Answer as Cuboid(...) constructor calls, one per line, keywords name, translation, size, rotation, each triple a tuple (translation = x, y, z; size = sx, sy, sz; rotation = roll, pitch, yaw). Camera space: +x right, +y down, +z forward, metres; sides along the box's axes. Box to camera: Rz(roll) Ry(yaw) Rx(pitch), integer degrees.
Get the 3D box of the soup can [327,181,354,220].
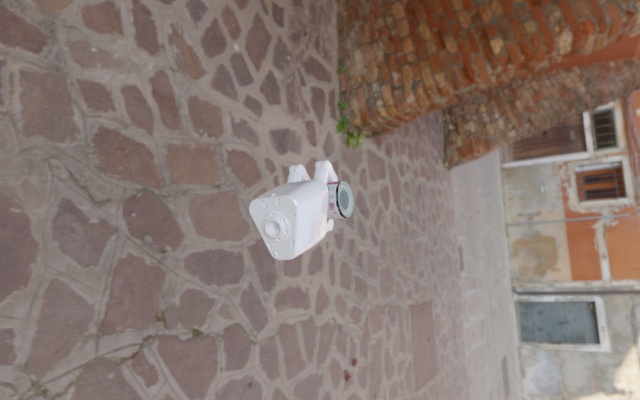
Cuboid(name="soup can", translation=(0.001, 0.003, 0.862), size=(0.102, 0.068, 0.068), rotation=(-7, -3, 28))
